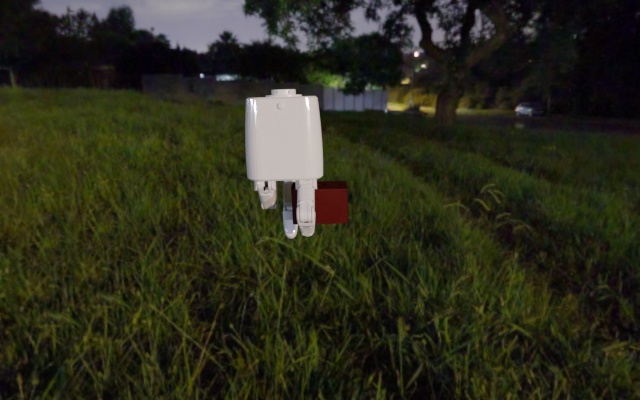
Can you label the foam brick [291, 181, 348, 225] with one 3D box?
[{"bbox_3d":[0.000,0.002,0.660,0.078,0.051,0.053,-1,11,1],"label":"foam brick"}]
